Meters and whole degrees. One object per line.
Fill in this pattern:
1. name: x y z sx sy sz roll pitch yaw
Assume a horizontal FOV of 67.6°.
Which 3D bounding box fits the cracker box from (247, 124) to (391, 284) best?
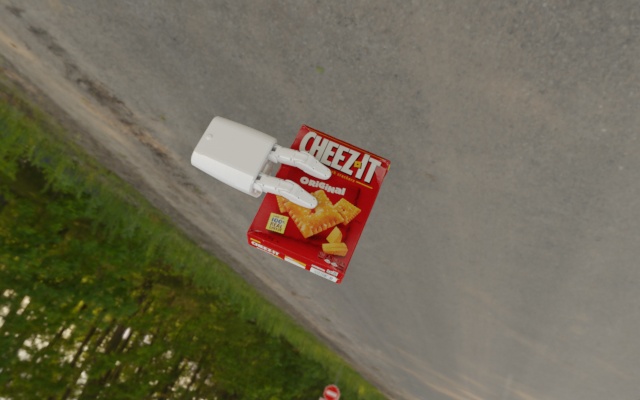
1. cracker box: 0.000 0.003 0.776 0.164 0.213 0.072 23 -21 3
